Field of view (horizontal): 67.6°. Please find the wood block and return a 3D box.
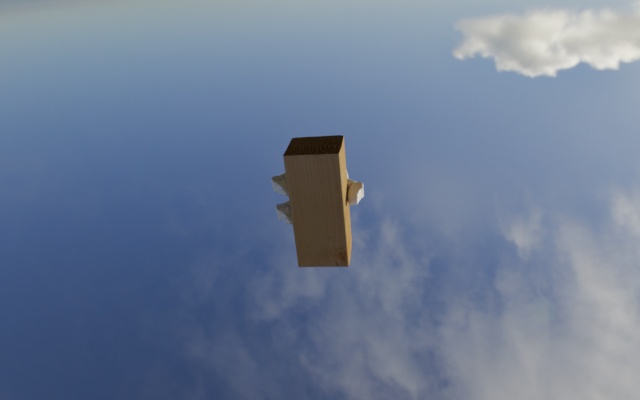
[{"bbox_3d":[0.000,0.003,0.812,0.091,0.206,0.090,-2,26,9],"label":"wood block"}]
